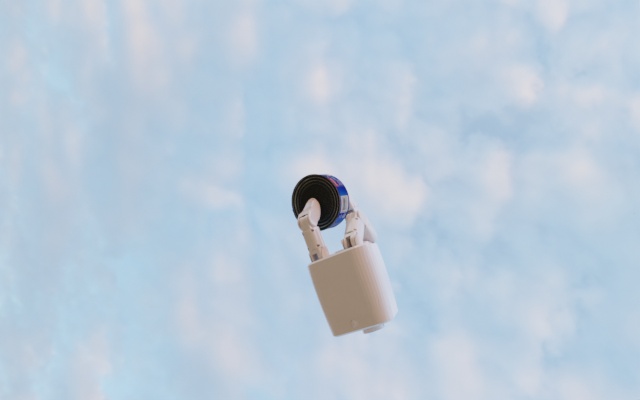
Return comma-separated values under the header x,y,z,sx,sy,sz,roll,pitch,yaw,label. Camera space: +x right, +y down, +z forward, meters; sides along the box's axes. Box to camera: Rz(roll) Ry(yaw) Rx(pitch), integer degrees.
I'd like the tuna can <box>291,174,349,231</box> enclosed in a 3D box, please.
x,y,z,sx,sy,sz,roll,pitch,yaw,label
0.000,0.002,0.723,0.086,0.086,0.034,0,4,31,tuna can
